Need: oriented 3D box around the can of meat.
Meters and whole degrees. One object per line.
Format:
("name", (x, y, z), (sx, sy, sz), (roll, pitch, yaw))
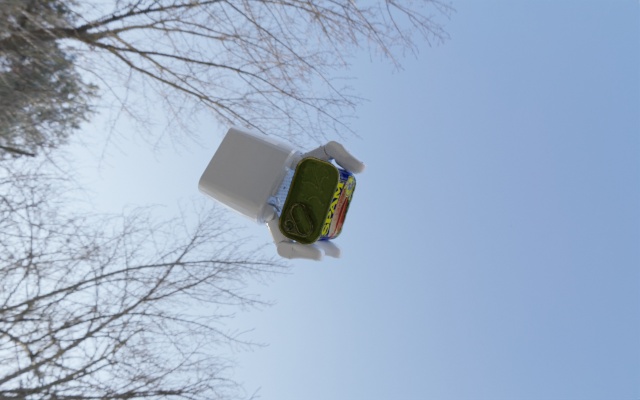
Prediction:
("can of meat", (0.000, 0.002, 0.600), (0.057, 0.102, 0.084), (20, 5, 21))
